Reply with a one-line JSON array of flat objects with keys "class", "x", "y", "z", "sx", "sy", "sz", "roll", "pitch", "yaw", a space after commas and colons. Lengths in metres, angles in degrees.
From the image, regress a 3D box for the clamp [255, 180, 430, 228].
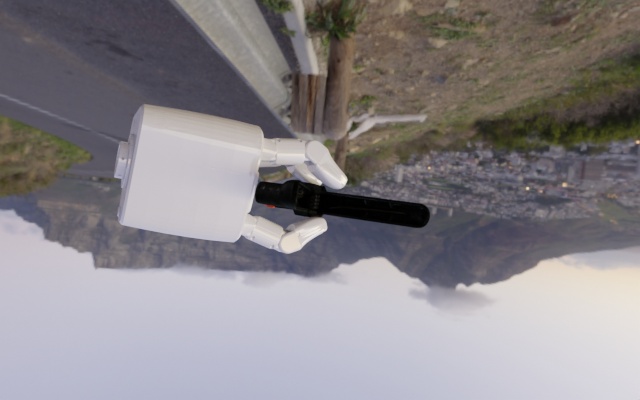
[{"class": "clamp", "x": -0.001, "y": 0.002, "z": 0.511, "sx": 0.164, "sy": 0.036, "sz": 0.210, "roll": 10, "pitch": -2, "yaw": -26}]
